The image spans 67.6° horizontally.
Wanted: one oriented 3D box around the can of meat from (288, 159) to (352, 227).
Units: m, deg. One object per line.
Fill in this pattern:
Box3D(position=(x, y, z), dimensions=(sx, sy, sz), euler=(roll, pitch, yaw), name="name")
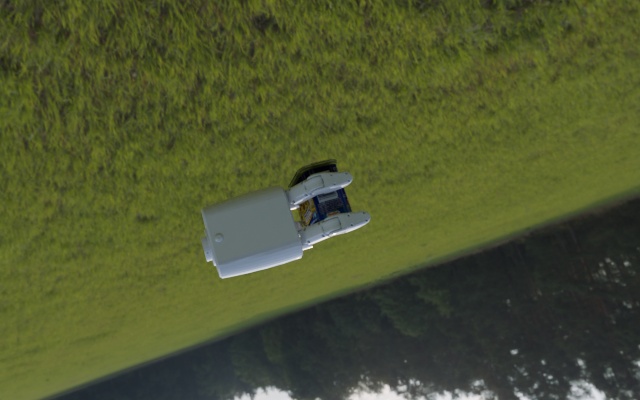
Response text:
Box3D(position=(0.000, 0.002, 0.653), dimensions=(0.057, 0.084, 0.102), euler=(-14, -13, -18), name="can of meat")
